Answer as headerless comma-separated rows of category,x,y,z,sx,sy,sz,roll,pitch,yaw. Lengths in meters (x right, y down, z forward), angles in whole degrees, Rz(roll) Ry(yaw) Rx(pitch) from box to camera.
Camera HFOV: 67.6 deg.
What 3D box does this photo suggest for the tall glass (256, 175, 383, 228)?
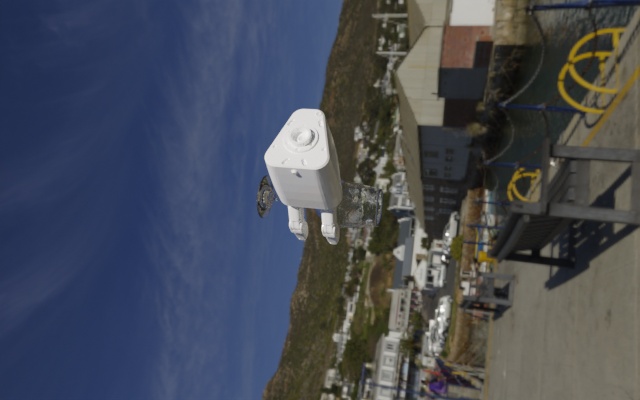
tall glass,-0.001,0.003,0.796,0.201,0.079,0.079,6,1,14
